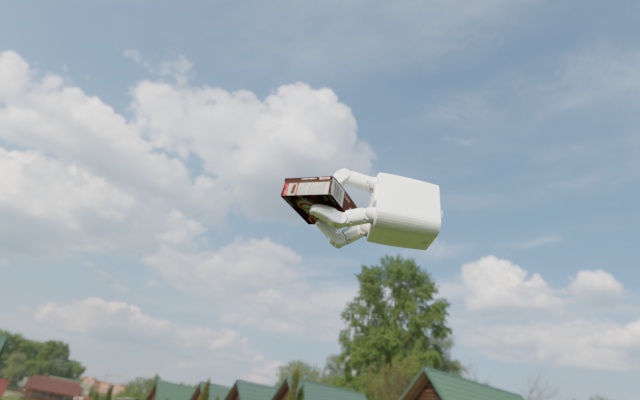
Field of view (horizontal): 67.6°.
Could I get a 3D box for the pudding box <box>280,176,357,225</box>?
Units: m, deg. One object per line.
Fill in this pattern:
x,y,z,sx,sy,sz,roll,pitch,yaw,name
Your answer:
0.000,0.002,0.787,0.090,0.039,0.113,-2,-30,25,pudding box
